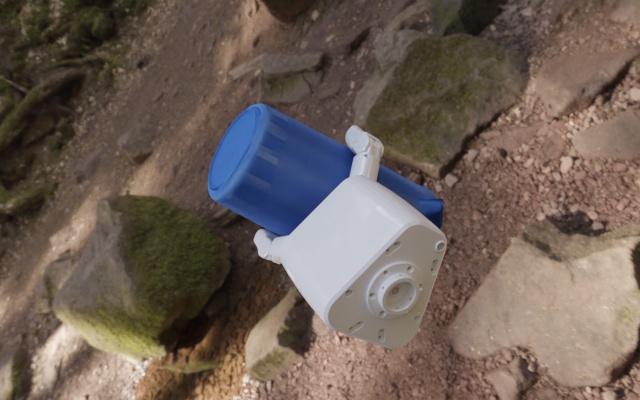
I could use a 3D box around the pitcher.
[{"bbox_3d":[0.000,0.002,0.531,0.243,0.149,0.145,27,9,-29],"label":"pitcher"}]
